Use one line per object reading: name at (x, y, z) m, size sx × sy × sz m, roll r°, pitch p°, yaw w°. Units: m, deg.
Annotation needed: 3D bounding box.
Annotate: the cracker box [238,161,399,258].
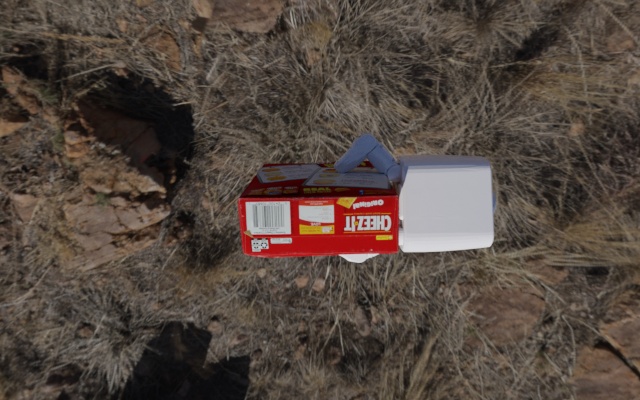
cracker box at (0.000, 0.002, 0.584) m, size 0.164 × 0.072 × 0.213 m, roll -2°, pitch 13°, yaw 1°
